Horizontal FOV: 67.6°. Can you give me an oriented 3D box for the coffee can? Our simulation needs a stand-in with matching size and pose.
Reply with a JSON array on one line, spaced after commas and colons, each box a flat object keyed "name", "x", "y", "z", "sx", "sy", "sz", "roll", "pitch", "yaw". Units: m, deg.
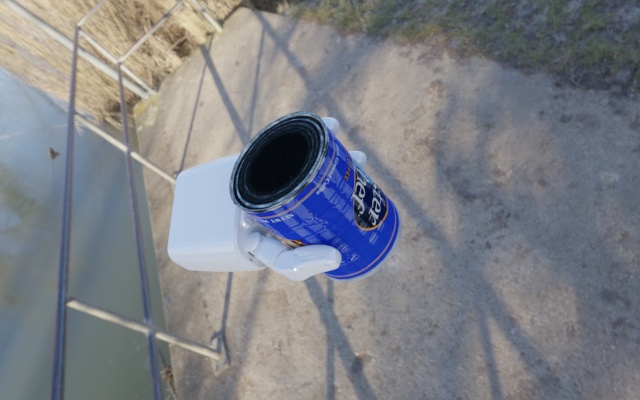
[{"name": "coffee can", "x": 0.000, "y": 0.002, "z": 0.446, "sx": 0.103, "sy": 0.102, "sz": 0.140, "roll": 0, "pitch": -31, "yaw": 39}]
